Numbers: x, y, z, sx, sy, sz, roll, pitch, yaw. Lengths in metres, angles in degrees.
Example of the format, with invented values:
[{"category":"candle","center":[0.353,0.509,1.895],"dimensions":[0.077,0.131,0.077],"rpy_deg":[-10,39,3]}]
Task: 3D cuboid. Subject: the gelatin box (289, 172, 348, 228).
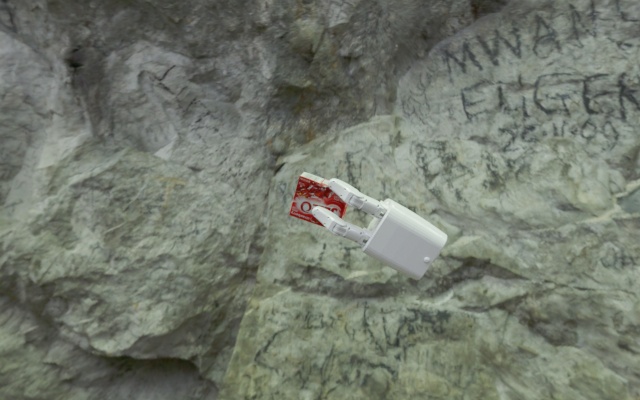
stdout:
[{"category":"gelatin box","center":[0.000,0.002,0.792],"dimensions":[0.089,0.073,0.030],"rpy_deg":[20,21,9]}]
